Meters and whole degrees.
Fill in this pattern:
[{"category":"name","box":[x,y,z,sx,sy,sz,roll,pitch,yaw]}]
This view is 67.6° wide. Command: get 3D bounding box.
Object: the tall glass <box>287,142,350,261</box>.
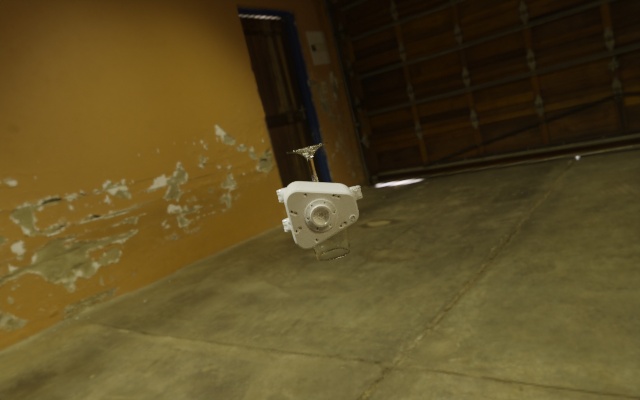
[{"category":"tall glass","box":[0.000,0.002,0.850,0.079,0.201,0.079,-14,8,2]}]
